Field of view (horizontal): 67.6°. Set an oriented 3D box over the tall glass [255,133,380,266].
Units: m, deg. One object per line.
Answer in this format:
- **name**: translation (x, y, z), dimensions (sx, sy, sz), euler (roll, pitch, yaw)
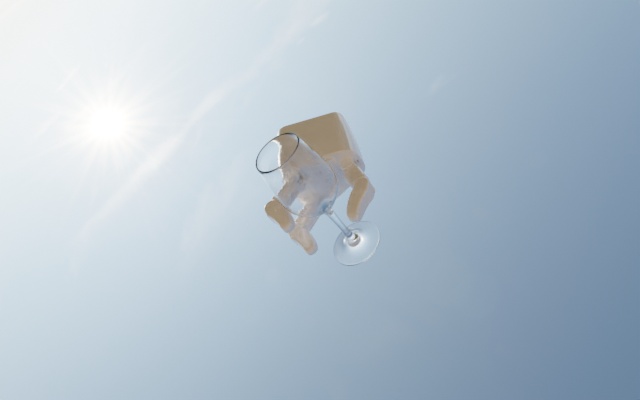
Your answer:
- **tall glass**: translation (0.001, 0.002, 0.616), dimensions (0.079, 0.079, 0.201), euler (0, -36, 39)
